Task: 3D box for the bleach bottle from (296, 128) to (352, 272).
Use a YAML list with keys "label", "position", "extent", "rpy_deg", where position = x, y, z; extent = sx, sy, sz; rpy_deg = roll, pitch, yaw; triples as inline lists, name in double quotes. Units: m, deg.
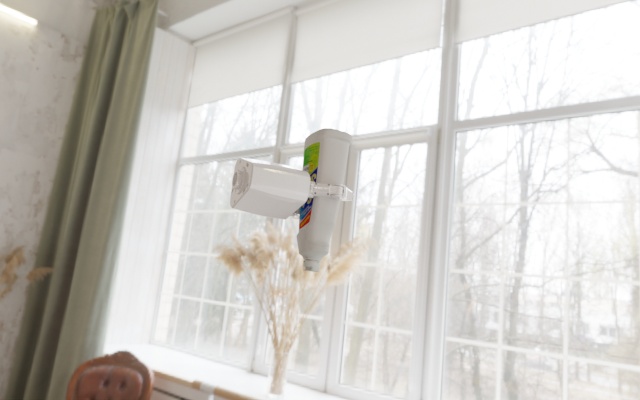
- label: "bleach bottle"
  position: [0.000, 0.003, 0.867]
  extent: [0.068, 0.250, 0.102]
  rpy_deg: [11, -11, -26]
